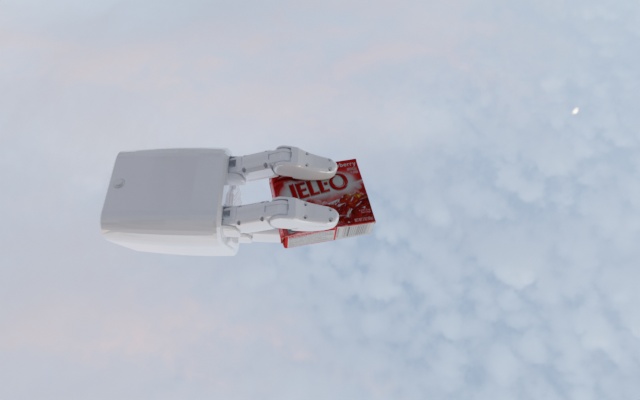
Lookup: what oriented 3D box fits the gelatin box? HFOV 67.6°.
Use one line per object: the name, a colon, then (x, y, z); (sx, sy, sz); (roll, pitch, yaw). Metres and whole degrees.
gelatin box: (0.000, 0.002, 0.458); (0.089, 0.073, 0.030); (-8, -30, -11)
